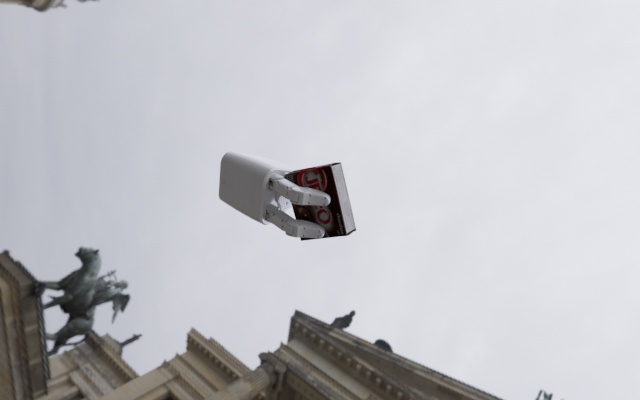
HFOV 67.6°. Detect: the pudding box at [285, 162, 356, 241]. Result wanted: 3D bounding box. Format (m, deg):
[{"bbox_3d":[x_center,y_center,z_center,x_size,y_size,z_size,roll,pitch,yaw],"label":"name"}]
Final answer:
[{"bbox_3d":[0.000,0.002,0.748,0.090,0.113,0.039,-9,9,36],"label":"pudding box"}]
